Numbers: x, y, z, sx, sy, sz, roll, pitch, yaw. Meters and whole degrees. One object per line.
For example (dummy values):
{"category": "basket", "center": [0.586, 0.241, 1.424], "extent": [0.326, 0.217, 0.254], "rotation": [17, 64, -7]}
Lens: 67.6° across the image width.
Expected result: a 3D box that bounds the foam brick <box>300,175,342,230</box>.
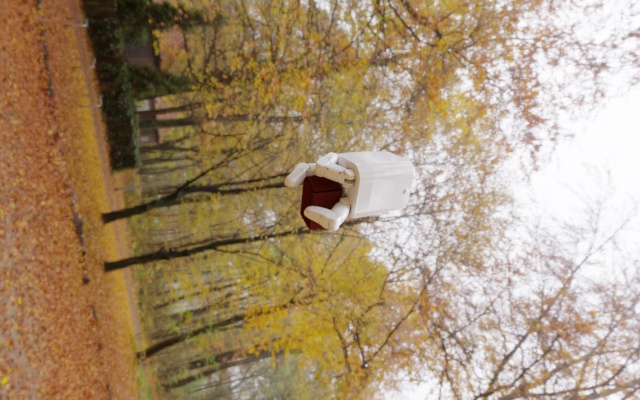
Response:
{"category": "foam brick", "center": [0.000, 0.003, 0.805], "extent": [0.051, 0.078, 0.053], "rotation": [-7, 37, -20]}
